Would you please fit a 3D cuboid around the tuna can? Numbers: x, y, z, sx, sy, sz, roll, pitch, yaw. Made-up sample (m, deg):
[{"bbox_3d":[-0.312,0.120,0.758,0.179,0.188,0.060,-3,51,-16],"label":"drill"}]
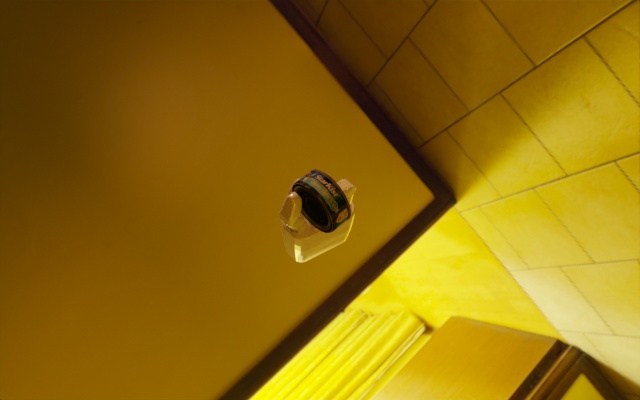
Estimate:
[{"bbox_3d":[0.000,0.002,0.653,0.033,0.086,0.086,-38,17,-24],"label":"tuna can"}]
